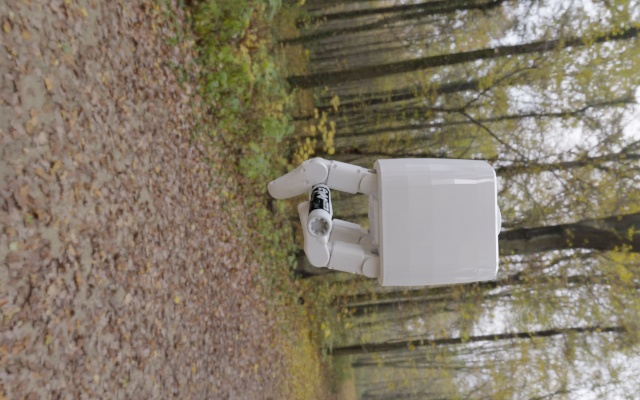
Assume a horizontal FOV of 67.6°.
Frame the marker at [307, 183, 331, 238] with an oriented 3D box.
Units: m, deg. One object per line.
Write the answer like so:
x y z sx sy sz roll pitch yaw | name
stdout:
0.000 0.001 0.413 0.020 0.020 0.121 0 18 1 | marker
